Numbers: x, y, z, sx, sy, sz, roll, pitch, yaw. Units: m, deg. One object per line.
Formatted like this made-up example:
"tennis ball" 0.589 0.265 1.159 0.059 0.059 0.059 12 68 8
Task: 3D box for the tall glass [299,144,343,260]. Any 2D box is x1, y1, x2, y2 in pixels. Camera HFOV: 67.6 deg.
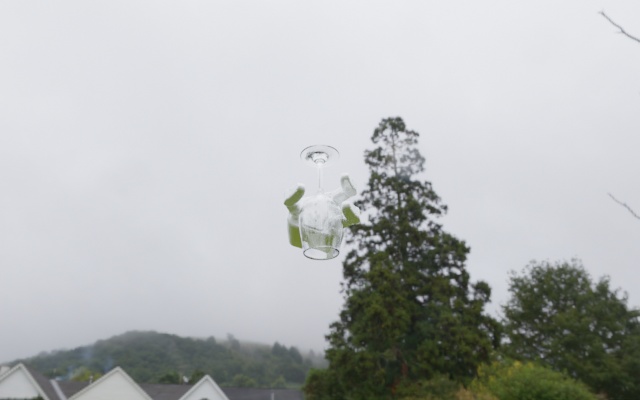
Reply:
"tall glass" 0.000 0.002 0.854 0.079 0.201 0.079 -1 -29 0
